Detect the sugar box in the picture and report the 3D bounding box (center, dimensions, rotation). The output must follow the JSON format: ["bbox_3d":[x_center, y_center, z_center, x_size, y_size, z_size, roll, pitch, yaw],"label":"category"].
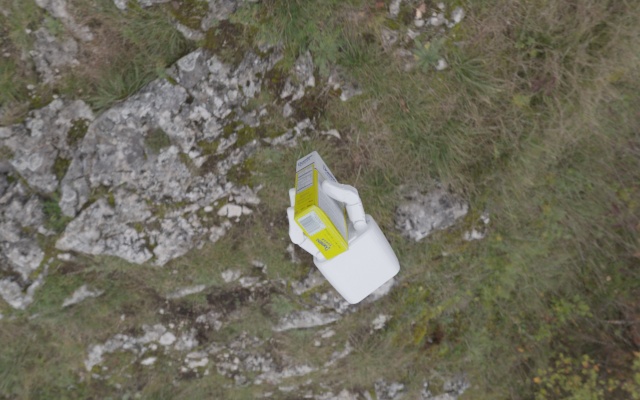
[{"bbox_3d":[0.000,0.003,0.754,0.048,0.093,0.176,-30,27,14],"label":"sugar box"}]
